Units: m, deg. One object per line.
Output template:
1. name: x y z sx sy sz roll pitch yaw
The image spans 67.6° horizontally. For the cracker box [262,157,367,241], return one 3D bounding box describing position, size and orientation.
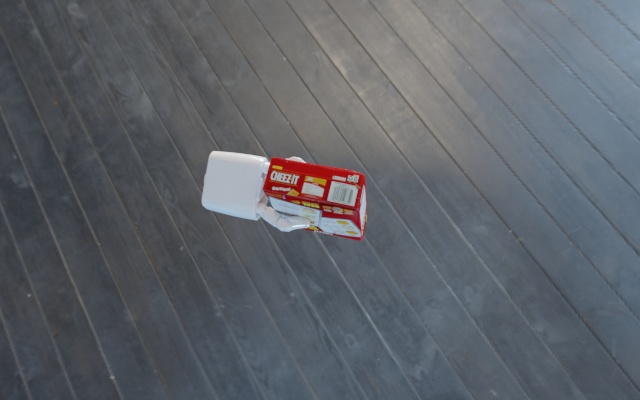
1. cracker box: 0.000 0.003 0.873 0.164 0.072 0.214 11 -17 10
